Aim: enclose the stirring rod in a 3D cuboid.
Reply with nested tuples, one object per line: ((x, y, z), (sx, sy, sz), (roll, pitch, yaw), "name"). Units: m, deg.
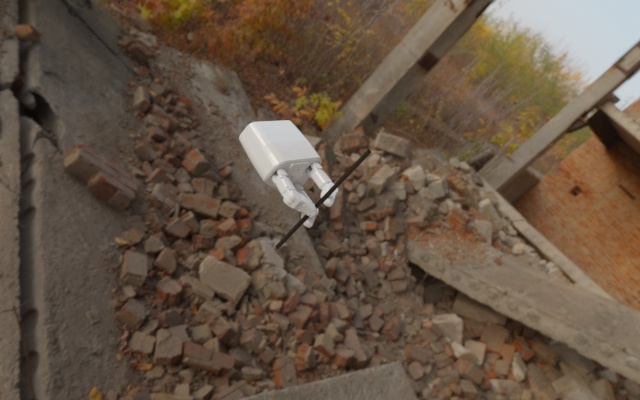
((0.000, 0.003, 0.790), (0.239, 0.011, 0.011), (-46, -23, 24), "stirring rod")
